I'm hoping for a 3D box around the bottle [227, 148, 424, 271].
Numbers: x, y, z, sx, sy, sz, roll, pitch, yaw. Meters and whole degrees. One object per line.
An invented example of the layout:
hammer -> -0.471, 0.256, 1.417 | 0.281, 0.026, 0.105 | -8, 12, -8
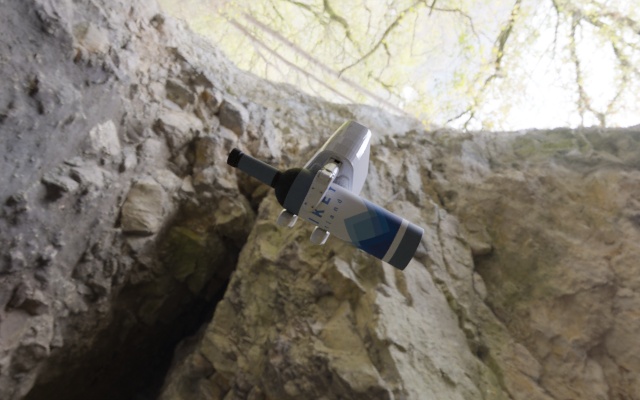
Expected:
bottle -> 0.000, 0.002, 0.684 | 0.295, 0.069, 0.069 | 27, 2, 5
